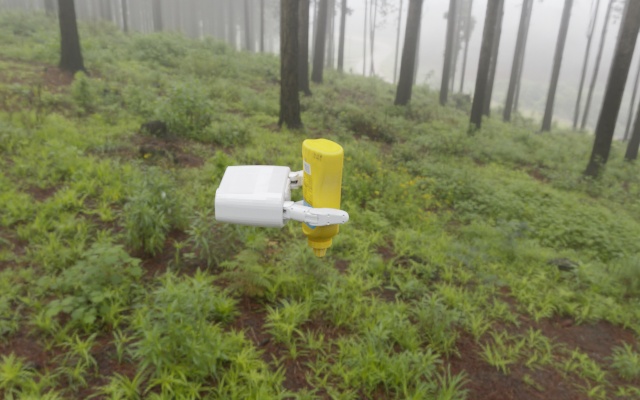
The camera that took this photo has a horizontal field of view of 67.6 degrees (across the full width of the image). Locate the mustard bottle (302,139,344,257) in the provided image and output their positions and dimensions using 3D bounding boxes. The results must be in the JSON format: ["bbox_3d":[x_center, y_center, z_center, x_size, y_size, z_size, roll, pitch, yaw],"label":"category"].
[{"bbox_3d":[0.000,0.002,0.775,0.058,0.192,0.096,-6,21,-21],"label":"mustard bottle"}]
